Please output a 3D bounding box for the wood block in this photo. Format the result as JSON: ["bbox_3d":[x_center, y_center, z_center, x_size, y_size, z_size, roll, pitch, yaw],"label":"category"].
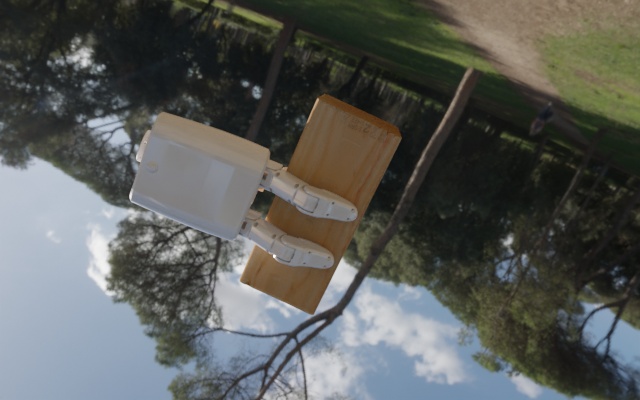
[{"bbox_3d":[0.000,0.002,0.512,0.090,0.206,0.090,25,17,-1],"label":"wood block"}]
